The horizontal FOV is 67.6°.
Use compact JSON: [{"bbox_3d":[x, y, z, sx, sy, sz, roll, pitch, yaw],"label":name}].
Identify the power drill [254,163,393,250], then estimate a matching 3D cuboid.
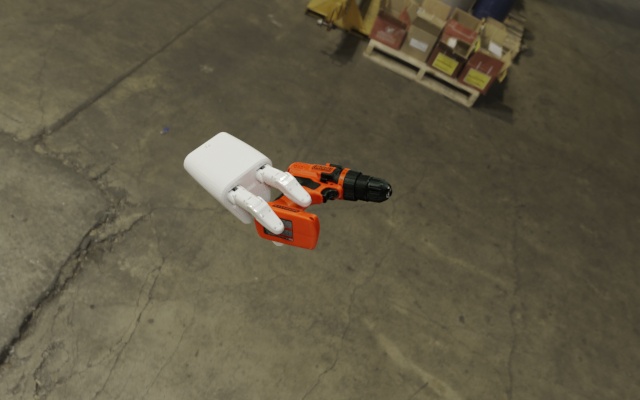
[{"bbox_3d":[0.000,0.003,0.740,0.184,0.057,0.187,10,30,24],"label":"power drill"}]
